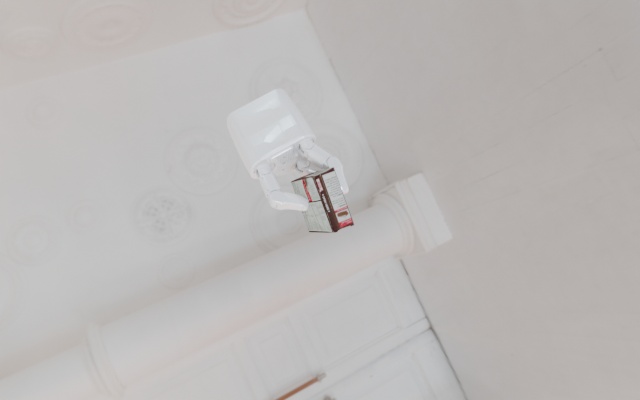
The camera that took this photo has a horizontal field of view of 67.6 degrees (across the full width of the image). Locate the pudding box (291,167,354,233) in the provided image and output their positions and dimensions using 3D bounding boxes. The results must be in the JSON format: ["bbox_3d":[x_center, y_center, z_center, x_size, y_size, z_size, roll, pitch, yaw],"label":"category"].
[{"bbox_3d":[0.000,0.002,0.725,0.039,0.090,0.113,-22,6,-18],"label":"pudding box"}]
